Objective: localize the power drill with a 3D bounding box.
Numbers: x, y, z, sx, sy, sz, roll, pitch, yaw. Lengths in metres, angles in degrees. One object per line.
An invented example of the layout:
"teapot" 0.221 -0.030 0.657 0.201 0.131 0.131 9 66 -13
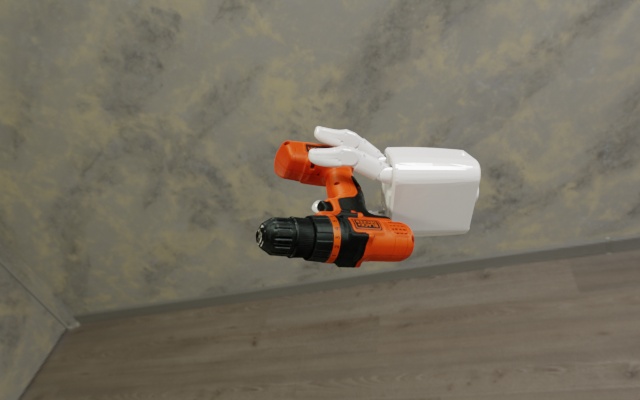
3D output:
"power drill" 0.000 0.002 0.571 0.184 0.057 0.187 6 37 -25
